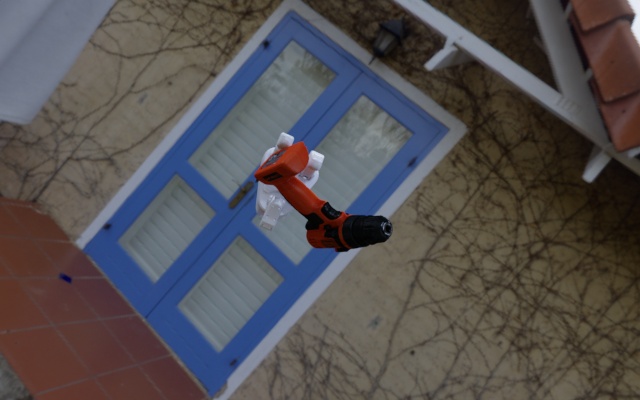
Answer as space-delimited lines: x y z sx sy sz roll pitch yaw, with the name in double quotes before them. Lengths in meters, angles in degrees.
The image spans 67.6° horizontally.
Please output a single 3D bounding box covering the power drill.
"power drill" 0.000 0.002 0.719 0.184 0.188 0.057 -13 32 53
